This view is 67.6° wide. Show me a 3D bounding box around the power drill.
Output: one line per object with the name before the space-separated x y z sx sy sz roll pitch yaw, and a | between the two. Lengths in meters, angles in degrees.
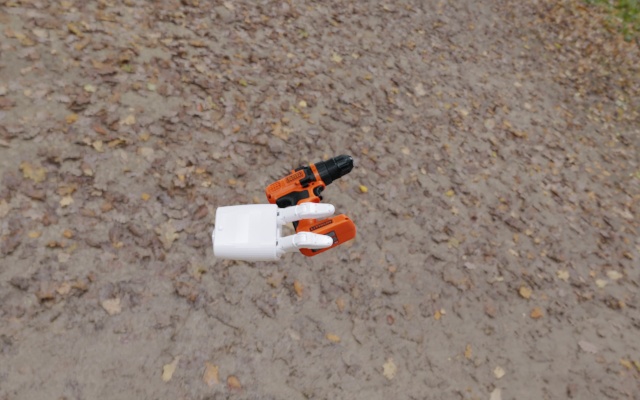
power drill | 0.000 0.003 0.887 0.184 0.057 0.187 -25 44 1
